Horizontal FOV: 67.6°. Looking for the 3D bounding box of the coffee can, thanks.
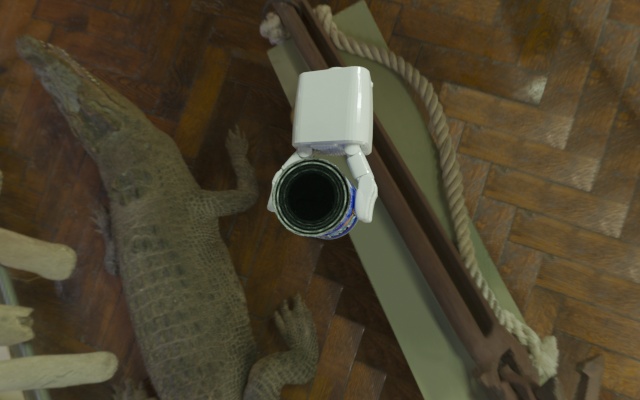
[{"bbox_3d":[0.000,0.002,0.675,0.103,0.103,0.140,0,-6,10],"label":"coffee can"}]
